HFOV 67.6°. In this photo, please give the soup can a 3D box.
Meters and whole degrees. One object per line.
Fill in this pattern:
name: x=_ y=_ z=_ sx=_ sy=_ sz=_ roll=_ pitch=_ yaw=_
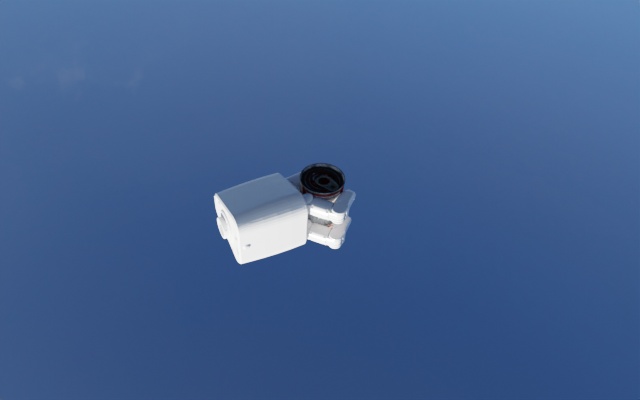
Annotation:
soup can: x=0.000 y=0.002 z=0.739 sx=0.068 sy=0.102 sz=0.068 roll=2 pitch=45 yaw=-2
